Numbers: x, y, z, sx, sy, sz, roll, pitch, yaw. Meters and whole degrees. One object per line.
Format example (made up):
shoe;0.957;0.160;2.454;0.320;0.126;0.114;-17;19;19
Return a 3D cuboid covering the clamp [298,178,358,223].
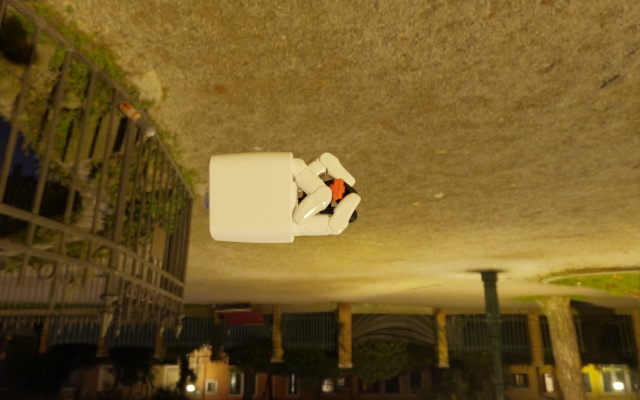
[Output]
clamp;0.000;0.003;0.706;0.120;0.039;0.171;-1;-17;-1
